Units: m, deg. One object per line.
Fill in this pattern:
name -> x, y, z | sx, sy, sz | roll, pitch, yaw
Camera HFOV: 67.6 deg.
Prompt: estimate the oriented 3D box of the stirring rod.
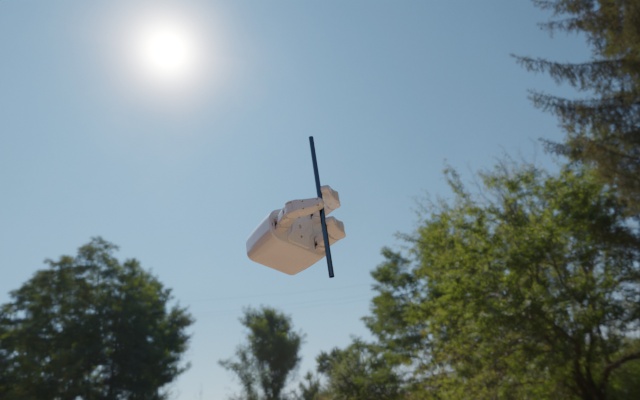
stirring rod -> 0.000, 0.002, 0.731 | 0.011, 0.239, 0.011 | -7, -27, -3
